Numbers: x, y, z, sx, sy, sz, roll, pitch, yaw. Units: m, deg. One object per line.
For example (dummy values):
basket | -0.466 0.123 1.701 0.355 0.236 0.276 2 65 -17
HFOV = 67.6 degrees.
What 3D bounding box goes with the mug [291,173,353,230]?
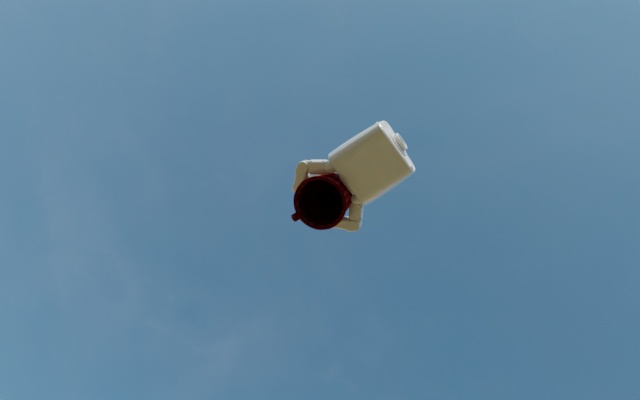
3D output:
mug | -0.001 0.004 0.839 0.117 0.093 0.081 -34 1 20
